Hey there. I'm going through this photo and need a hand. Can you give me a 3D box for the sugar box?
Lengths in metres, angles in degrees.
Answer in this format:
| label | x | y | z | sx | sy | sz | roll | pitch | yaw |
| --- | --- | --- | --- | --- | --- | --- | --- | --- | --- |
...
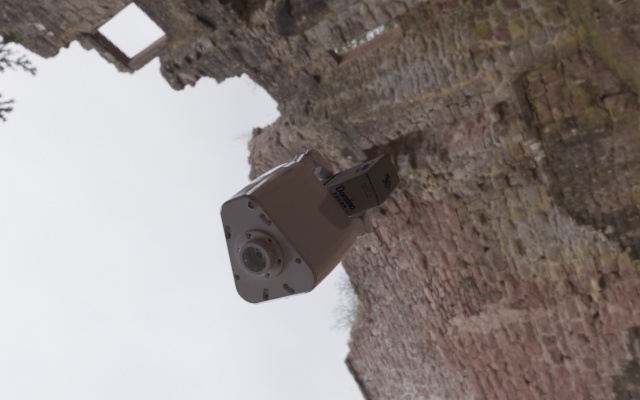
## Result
| label | x | y | z | sx | sy | sz | roll | pitch | yaw |
| --- | --- | --- | --- | --- | --- | --- | --- | --- | --- |
| sugar box | 0.000 | 0.002 | 0.571 | 0.176 | 0.048 | 0.093 | -18 | 11 | 28 |
